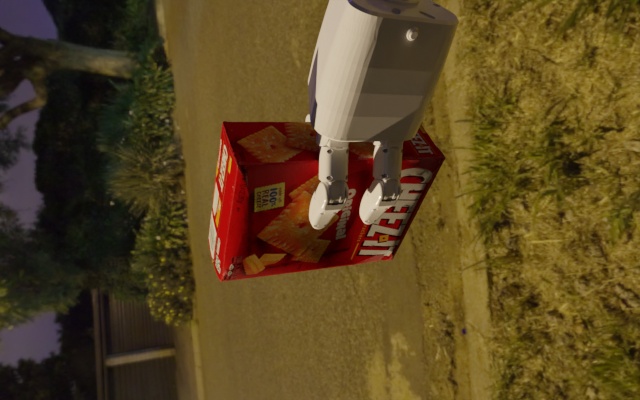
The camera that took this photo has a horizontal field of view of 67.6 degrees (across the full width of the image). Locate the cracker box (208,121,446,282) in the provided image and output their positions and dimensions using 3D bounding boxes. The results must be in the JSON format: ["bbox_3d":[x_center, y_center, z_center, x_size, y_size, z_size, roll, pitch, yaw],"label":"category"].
[{"bbox_3d":[0.000,0.002,0.498,0.213,0.164,0.072,-4,46,-23],"label":"cracker box"}]
